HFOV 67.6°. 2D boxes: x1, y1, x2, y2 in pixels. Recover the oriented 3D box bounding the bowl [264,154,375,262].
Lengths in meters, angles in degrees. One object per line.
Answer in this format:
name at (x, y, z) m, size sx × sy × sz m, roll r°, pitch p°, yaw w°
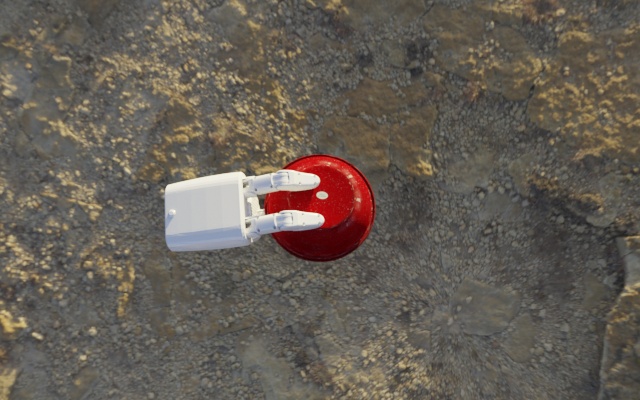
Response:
bowl at (0.001, 0.002, 0.667) m, size 0.162 × 0.162 × 0.055 m, roll 0°, pitch -16°, yaw -2°
